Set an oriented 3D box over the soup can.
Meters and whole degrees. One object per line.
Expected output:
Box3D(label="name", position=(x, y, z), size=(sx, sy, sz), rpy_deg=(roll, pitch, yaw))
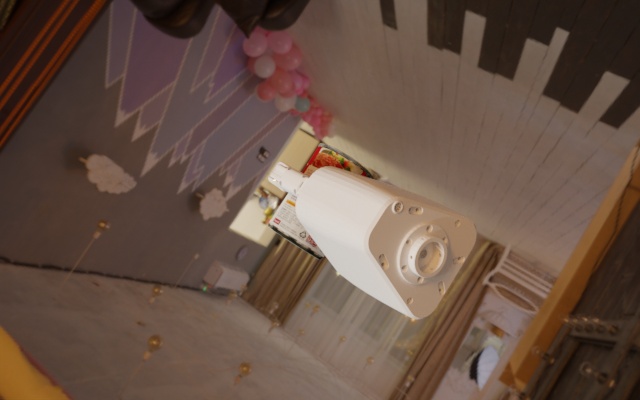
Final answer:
Box3D(label="soup can", position=(0.000, 0.002, 0.497), size=(0.068, 0.102, 0.068), rpy_deg=(33, -4, 3))
